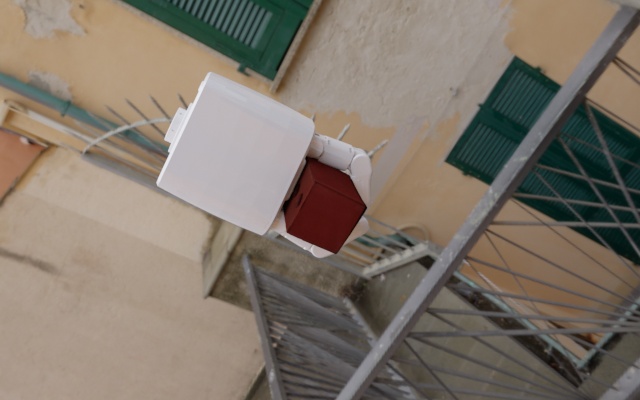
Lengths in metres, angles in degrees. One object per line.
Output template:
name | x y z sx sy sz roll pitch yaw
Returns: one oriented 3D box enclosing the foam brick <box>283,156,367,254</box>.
foam brick | 0.000 0.001 0.430 0.051 0.053 0.078 25 17 -18
